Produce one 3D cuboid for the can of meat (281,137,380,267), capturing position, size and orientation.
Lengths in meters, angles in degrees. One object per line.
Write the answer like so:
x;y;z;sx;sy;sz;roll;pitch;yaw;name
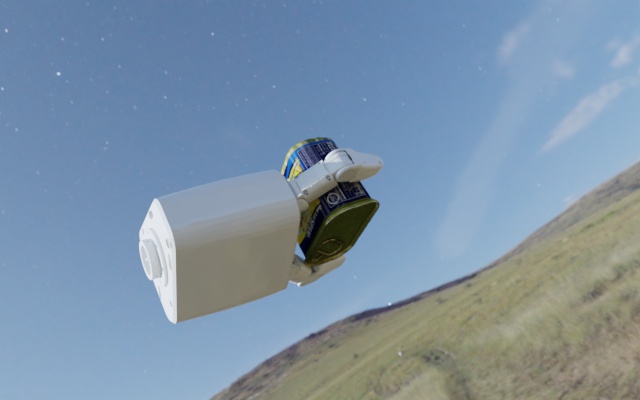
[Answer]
0.000;0.001;0.461;0.057;0.084;0.102;-16;-28;-29;can of meat
